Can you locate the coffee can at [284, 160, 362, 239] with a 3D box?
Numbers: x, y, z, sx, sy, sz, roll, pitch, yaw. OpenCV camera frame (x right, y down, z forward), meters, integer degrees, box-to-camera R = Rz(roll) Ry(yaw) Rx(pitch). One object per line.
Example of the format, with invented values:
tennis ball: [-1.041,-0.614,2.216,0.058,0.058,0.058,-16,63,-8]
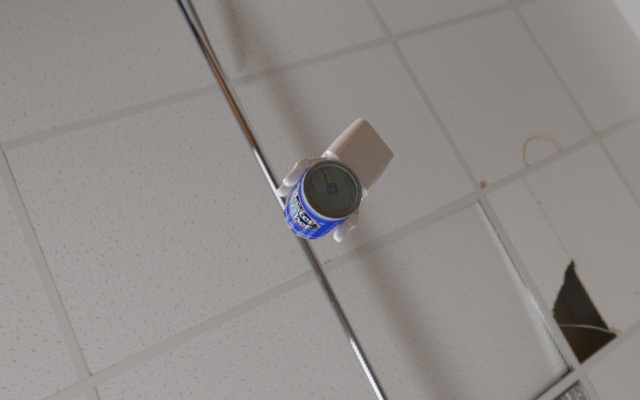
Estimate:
coffee can: [0.000,0.003,0.842,0.103,0.102,0.140,0,-18,-18]
